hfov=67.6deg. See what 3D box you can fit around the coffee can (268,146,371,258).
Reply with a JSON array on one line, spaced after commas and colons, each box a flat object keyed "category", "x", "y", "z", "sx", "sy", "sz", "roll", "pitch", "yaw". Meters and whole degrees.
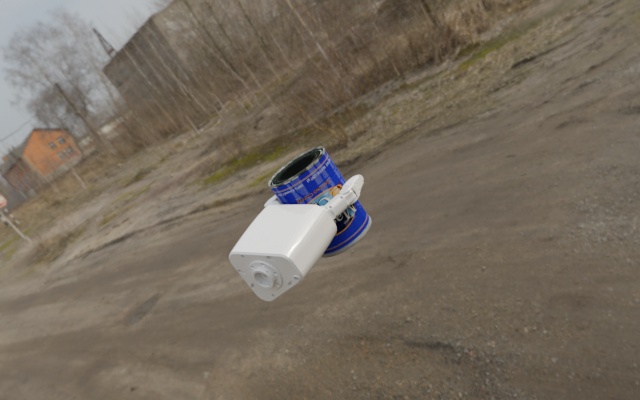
[{"category": "coffee can", "x": 0.000, "y": 0.002, "z": 0.741, "sx": 0.103, "sy": 0.140, "sz": 0.102, "roll": -31, "pitch": 19, "yaw": 12}]
